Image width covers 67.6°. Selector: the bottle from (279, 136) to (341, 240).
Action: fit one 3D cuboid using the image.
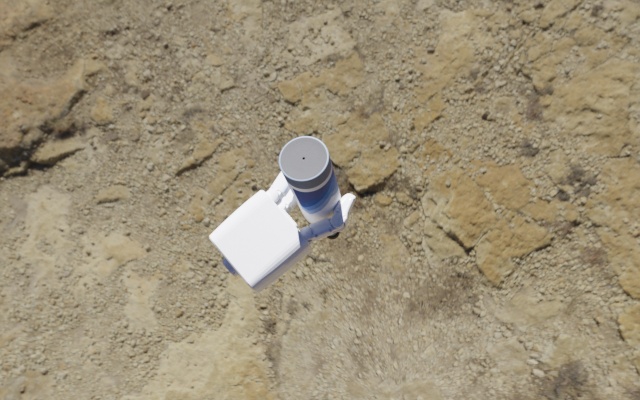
[{"bbox_3d":[0.000,0.002,0.749,0.069,0.069,0.296,0,-23,9],"label":"bottle"}]
